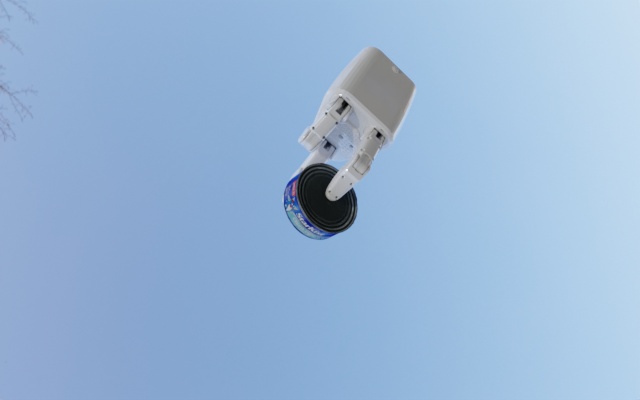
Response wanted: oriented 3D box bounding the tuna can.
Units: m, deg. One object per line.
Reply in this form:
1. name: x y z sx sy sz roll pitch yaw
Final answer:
1. tuna can: 0.000 0.002 0.557 0.086 0.086 0.034 0 -20 -37
